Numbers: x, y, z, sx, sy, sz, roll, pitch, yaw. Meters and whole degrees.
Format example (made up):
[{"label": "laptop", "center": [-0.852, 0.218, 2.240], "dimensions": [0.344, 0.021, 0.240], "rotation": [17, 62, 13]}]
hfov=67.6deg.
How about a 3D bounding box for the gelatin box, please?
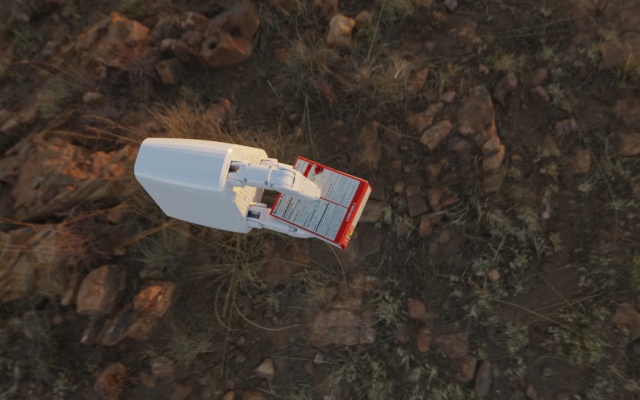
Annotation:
[{"label": "gelatin box", "center": [0.000, 0.002, 0.516], "dimensions": [0.089, 0.073, 0.030], "rotation": [22, -10, 20]}]
